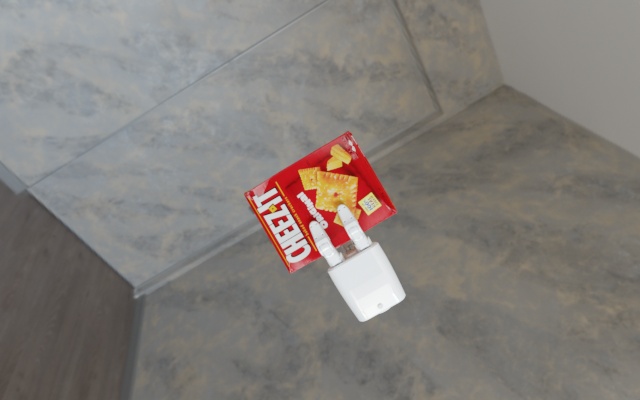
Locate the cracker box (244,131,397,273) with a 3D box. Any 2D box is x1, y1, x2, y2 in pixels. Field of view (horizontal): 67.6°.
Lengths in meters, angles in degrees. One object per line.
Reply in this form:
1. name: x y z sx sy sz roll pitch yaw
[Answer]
1. cracker box: 0.000 0.003 0.834 0.214 0.164 0.072 -30 0 5
